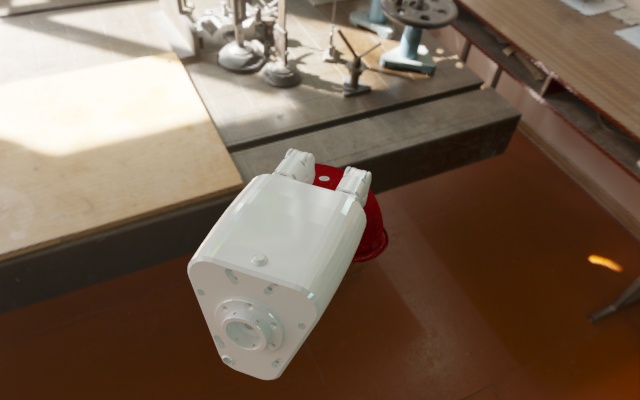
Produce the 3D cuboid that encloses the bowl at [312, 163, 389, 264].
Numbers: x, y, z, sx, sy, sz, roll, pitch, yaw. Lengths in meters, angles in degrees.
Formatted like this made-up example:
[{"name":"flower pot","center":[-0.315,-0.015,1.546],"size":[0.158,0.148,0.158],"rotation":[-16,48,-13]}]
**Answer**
[{"name":"bowl","center":[0.000,0.001,0.508],"size":[0.162,0.055,0.162],"rotation":[11,23,-5]}]
